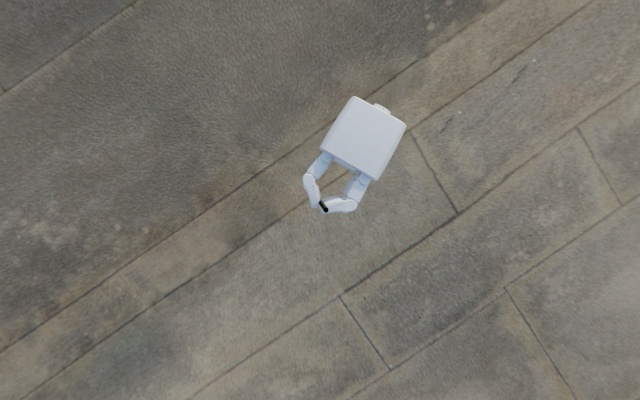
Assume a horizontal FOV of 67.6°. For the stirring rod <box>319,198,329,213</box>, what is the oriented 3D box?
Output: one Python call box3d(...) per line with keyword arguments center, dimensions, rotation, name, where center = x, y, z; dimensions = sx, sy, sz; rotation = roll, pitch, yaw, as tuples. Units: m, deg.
box3d(center=(0.000, 0.003, 0.826), dimensions=(0.011, 0.011, 0.239), rotation=(0, 5, -4), name="stirring rod")
